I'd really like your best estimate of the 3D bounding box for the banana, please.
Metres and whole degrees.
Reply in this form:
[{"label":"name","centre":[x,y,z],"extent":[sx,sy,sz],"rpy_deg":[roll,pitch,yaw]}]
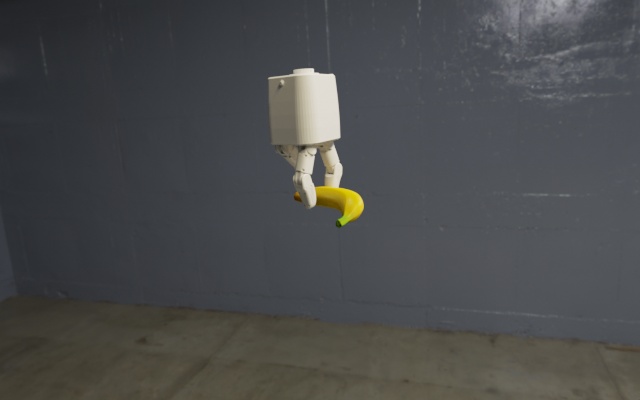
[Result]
[{"label":"banana","centre":[0.019,0.001,0.768],"extent":[0.069,0.037,0.197],"rpy_deg":[-8,13,-20]}]
